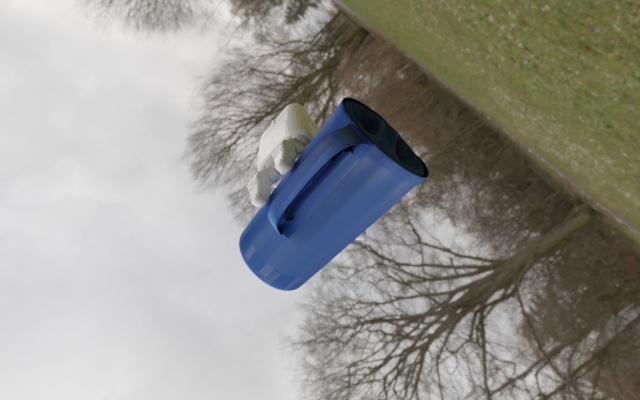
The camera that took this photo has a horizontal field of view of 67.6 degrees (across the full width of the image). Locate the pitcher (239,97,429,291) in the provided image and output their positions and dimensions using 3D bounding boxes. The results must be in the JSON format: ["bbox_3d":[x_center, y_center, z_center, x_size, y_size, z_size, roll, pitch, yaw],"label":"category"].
[{"bbox_3d":[0.000,0.002,0.590,0.149,0.243,0.145,32,25,-24],"label":"pitcher"}]
